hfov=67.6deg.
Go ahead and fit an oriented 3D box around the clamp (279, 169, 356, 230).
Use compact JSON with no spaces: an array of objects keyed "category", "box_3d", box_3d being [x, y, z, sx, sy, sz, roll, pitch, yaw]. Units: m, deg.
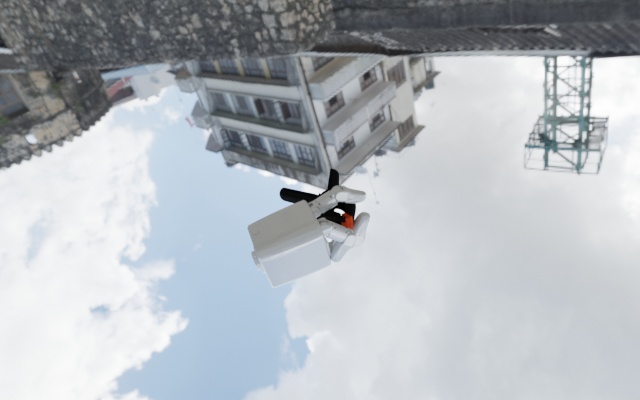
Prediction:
[{"category":"clamp","box_3d":[0.000,0.003,0.838,0.120,0.039,0.171,-23,33,-7]}]
